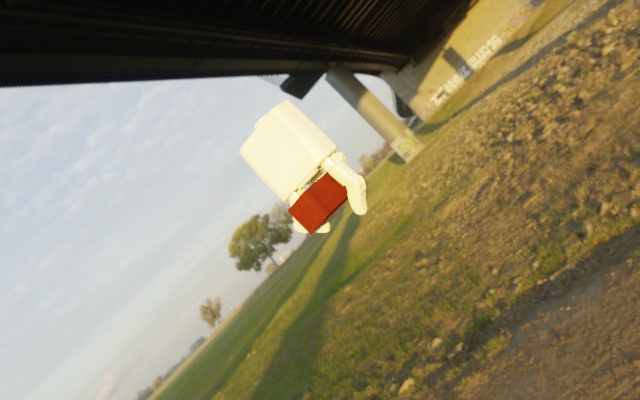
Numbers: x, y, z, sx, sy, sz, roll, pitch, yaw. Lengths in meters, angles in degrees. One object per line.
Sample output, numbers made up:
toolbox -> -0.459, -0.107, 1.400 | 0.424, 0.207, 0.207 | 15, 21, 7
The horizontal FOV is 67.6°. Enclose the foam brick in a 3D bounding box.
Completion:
foam brick -> 0.000, 0.002, 0.703 | 0.078, 0.051, 0.053 | -42, -3, -47
